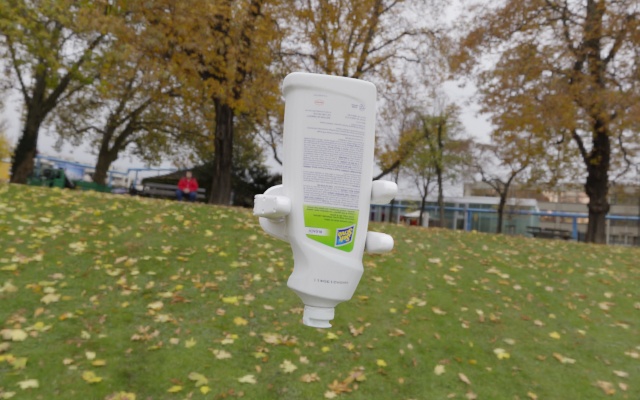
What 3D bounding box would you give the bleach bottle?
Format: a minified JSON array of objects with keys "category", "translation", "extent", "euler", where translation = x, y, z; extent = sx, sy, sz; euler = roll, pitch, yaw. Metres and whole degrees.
[{"category":"bleach bottle","translation":[0.000,0.002,0.496],"extent":[0.102,0.251,0.068],"euler":[6,-5,-4]}]
